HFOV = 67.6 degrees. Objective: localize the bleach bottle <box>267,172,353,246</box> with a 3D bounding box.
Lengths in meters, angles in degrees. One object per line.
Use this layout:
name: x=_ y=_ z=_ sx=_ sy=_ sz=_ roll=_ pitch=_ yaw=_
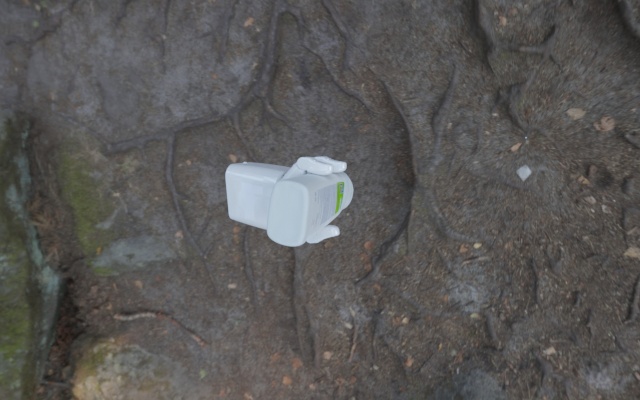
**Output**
bleach bottle: x=0.000 y=0.003 z=0.815 sx=0.068 sy=0.102 sz=0.251 roll=13 pitch=12 yaw=22
